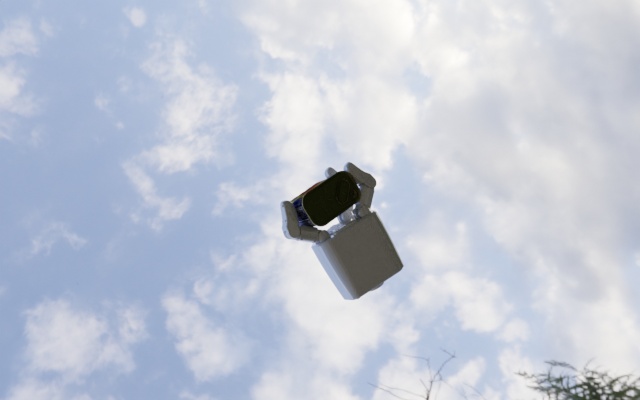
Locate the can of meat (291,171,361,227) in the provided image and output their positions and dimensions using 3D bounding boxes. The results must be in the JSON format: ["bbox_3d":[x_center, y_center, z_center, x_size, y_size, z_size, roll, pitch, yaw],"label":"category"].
[{"bbox_3d":[0.000,0.003,0.765,0.102,0.057,0.084,-35,7,-27],"label":"can of meat"}]
